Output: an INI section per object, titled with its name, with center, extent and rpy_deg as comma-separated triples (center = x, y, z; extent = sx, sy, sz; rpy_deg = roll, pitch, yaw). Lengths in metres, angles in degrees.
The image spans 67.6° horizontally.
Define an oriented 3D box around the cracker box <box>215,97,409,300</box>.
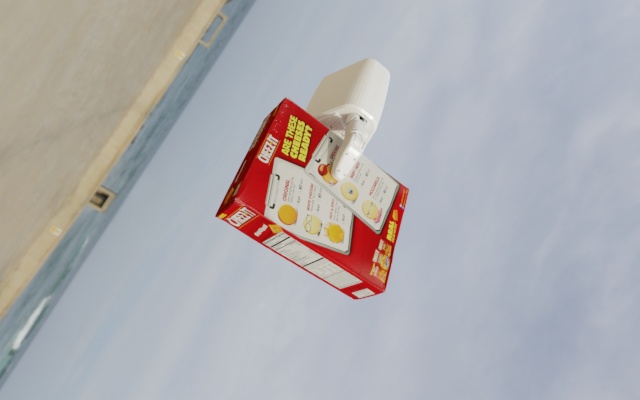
[cracker box]
center = 0.000, 0.002, 0.598
extent = 0.214, 0.164, 0.072
rpy_deg = 34, -36, -19
